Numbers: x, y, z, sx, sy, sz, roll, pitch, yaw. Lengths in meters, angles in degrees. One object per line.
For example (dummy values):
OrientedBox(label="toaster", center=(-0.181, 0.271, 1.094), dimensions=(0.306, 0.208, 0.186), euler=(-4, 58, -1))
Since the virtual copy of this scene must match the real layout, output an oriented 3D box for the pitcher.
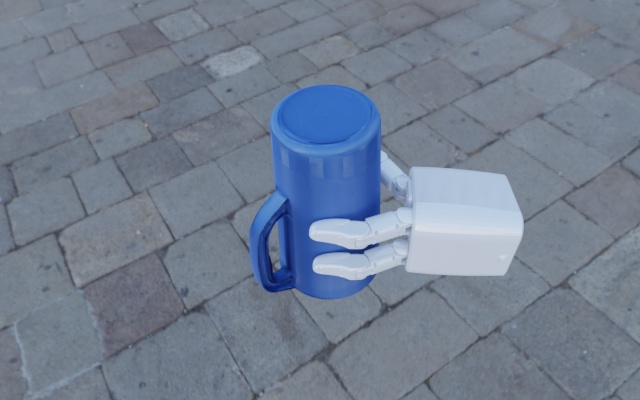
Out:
OrientedBox(label="pitcher", center=(0.000, 0.002, 0.540), dimensions=(0.145, 0.149, 0.243), euler=(6, -41, 8))
